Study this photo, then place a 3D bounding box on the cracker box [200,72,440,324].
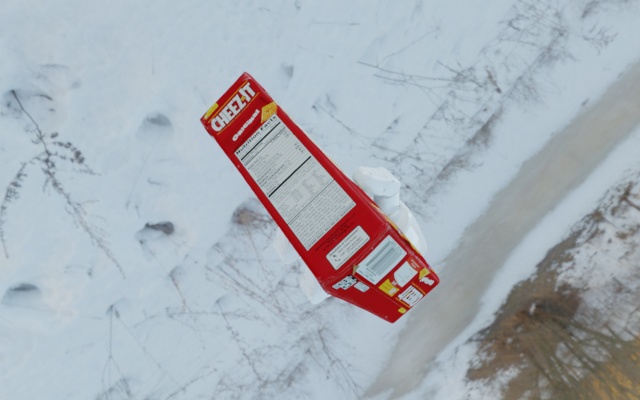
[{"bbox_3d":[0.000,0.001,0.440,0.213,0.072,0.164,49,5,33],"label":"cracker box"}]
